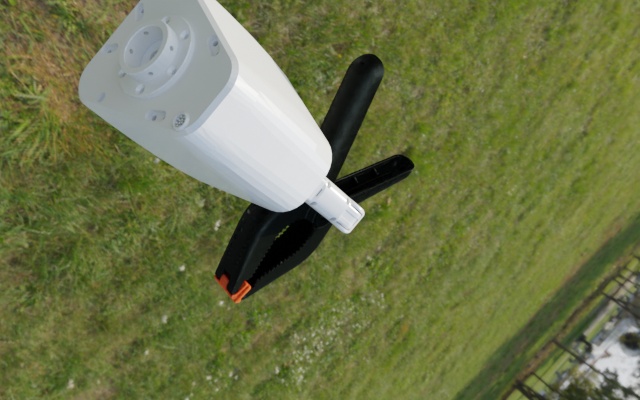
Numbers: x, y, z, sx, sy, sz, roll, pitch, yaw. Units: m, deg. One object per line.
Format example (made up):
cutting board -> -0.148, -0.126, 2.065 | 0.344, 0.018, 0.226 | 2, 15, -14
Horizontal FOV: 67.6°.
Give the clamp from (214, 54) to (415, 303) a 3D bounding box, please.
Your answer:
clamp -> 0.000, 0.002, 0.401 | 0.036, 0.210, 0.165 | 42, 2, 31
